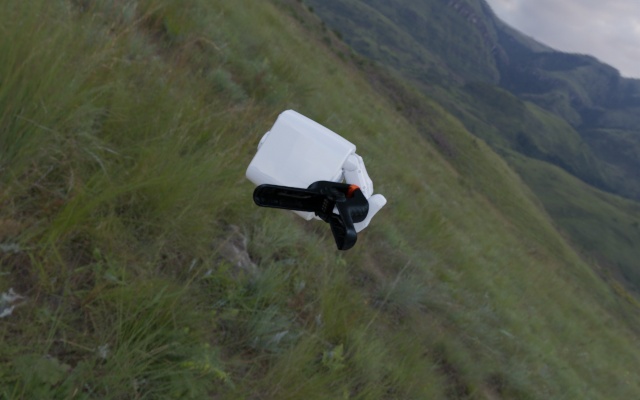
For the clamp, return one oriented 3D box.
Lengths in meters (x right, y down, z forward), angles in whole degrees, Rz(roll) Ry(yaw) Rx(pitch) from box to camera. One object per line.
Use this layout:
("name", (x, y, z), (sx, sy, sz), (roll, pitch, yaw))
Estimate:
("clamp", (0.000, 0.001, 0.550), (0.120, 0.039, 0.171), (30, 17, 8))
